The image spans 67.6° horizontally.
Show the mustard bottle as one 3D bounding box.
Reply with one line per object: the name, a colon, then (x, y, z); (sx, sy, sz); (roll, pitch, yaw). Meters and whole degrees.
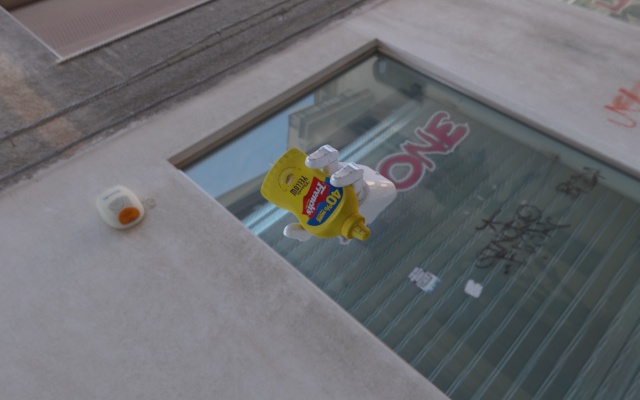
mustard bottle: (0.000, 0.002, 0.738); (0.191, 0.096, 0.058); (36, -2, 29)
